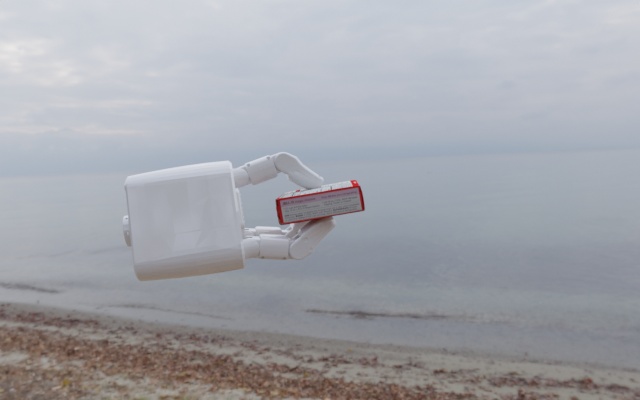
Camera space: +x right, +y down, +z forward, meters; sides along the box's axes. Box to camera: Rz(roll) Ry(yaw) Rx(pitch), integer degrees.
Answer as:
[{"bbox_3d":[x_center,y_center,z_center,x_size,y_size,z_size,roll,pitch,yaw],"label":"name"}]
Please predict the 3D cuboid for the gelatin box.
[{"bbox_3d":[0.000,0.001,0.512,0.089,0.030,0.073,-10,6,2],"label":"gelatin box"}]
